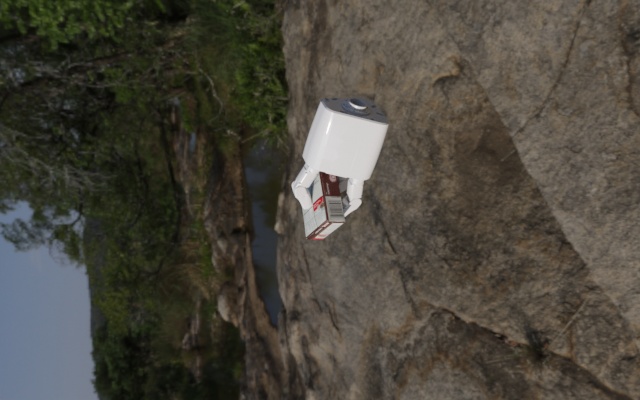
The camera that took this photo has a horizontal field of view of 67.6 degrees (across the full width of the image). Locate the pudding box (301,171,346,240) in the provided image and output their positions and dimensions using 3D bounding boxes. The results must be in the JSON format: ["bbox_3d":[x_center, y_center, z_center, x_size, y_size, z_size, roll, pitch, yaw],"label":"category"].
[{"bbox_3d":[0.000,0.003,0.847,0.039,0.113,0.090,4,-26,-26],"label":"pudding box"}]
